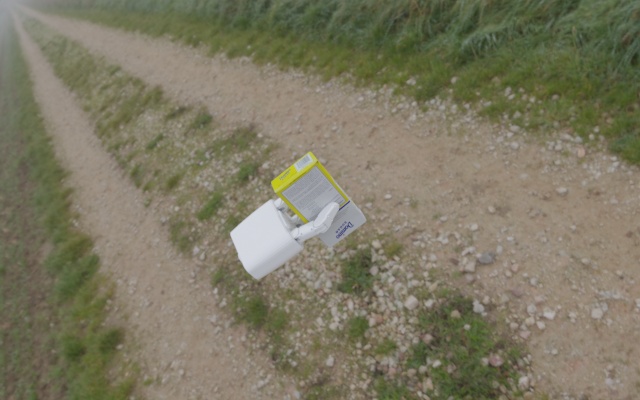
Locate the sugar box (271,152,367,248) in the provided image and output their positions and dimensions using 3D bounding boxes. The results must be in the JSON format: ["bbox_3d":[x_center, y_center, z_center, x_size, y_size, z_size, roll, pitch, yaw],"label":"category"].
[{"bbox_3d":[0.000,0.003,0.881,0.093,0.176,0.048,-37,37,7],"label":"sugar box"}]
